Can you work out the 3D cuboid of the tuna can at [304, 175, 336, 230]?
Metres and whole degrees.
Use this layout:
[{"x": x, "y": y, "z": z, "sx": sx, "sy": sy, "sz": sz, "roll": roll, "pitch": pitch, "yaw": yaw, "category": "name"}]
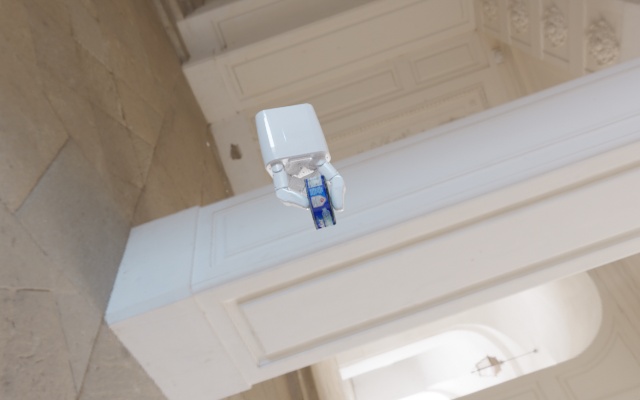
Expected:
[{"x": 0.001, "y": 0.002, "z": 0.775, "sx": 0.034, "sy": 0.086, "sz": 0.086, "roll": -14, "pitch": -1, "yaw": 3, "category": "tuna can"}]
